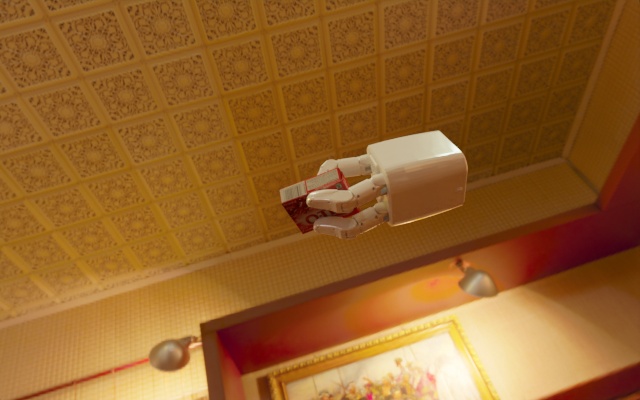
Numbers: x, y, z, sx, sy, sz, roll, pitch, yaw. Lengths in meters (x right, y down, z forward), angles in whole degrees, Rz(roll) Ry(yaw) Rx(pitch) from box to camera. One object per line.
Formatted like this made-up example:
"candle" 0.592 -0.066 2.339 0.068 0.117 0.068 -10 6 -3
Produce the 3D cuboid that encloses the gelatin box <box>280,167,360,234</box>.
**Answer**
"gelatin box" 0.000 0.002 0.645 0.089 0.030 0.073 -20 -43 11
